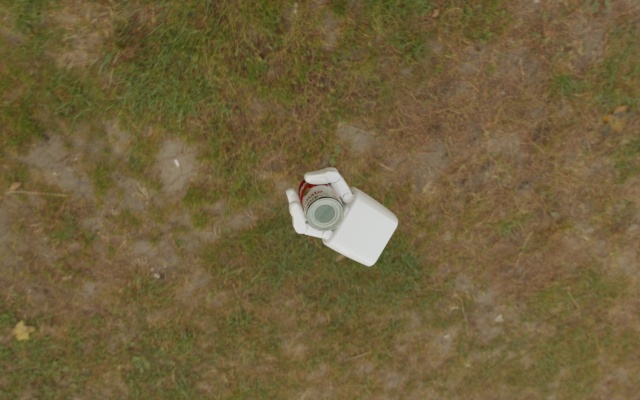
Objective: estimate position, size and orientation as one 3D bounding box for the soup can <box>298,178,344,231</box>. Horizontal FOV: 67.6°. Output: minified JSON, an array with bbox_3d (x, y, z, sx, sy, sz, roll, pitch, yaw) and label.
[{"bbox_3d":[0.000,0.003,0.850,0.068,0.068,0.102,0,26,-10],"label":"soup can"}]
